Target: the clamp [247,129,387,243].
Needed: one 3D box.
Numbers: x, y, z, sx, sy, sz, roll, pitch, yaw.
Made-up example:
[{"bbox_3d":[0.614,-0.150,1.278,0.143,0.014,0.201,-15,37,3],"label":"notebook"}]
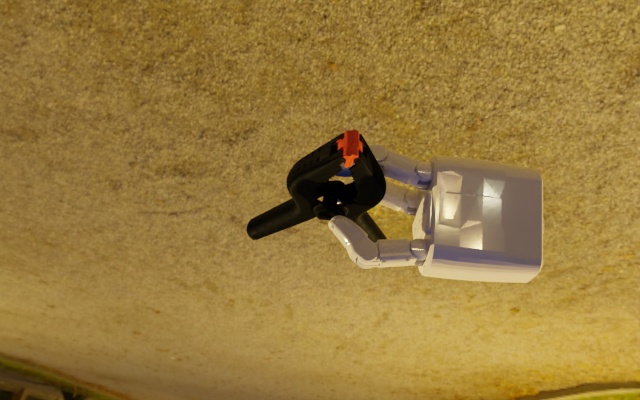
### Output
[{"bbox_3d":[0.000,0.002,0.483,0.164,0.036,0.210,3,-29,-1],"label":"clamp"}]
